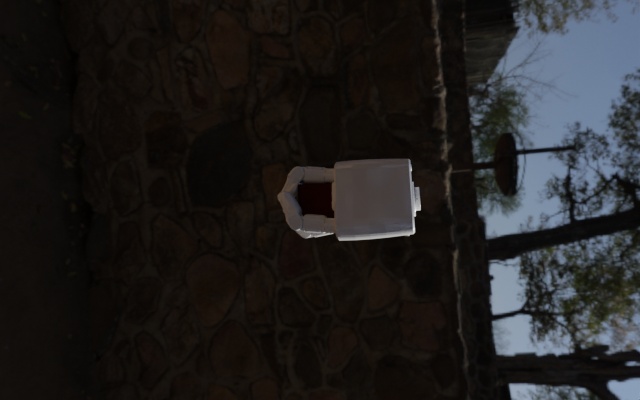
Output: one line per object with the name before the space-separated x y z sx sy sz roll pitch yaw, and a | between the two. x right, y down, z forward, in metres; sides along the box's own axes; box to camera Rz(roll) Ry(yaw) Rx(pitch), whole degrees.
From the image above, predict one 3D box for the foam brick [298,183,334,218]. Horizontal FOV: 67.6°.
foam brick | 0.000 0.002 0.710 0.051 0.053 0.078 -2 -1 11
